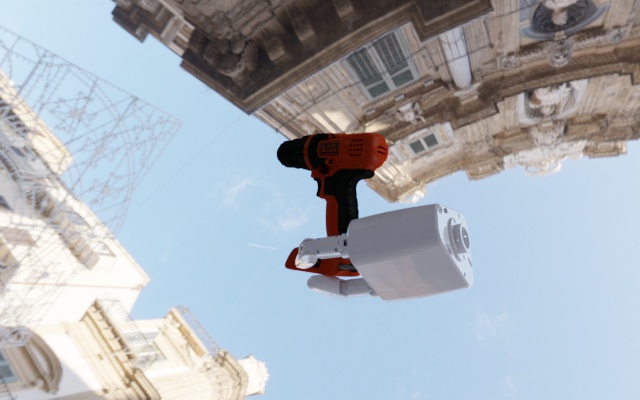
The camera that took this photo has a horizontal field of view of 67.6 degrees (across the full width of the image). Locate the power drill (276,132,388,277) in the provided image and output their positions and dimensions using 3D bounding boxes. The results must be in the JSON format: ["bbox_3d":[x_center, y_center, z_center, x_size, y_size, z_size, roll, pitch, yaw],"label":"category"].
[{"bbox_3d":[0.000,0.003,0.635,0.184,0.187,0.057,2,-4,45],"label":"power drill"}]
